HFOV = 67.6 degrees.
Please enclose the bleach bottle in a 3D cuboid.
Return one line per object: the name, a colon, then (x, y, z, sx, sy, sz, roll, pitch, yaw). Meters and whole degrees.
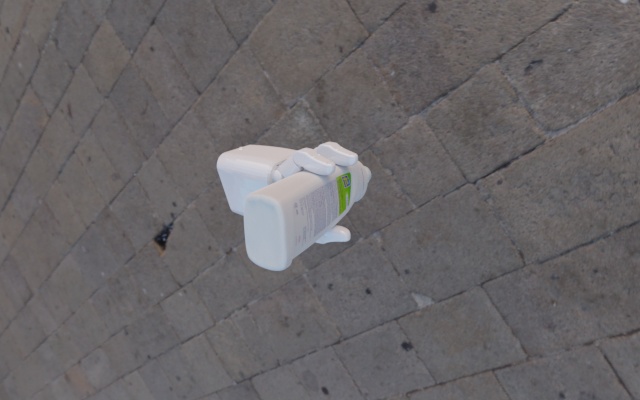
bleach bottle: (0.000, 0.002, 0.671, 0.068, 0.103, 0.250, 12, 23, 32)
